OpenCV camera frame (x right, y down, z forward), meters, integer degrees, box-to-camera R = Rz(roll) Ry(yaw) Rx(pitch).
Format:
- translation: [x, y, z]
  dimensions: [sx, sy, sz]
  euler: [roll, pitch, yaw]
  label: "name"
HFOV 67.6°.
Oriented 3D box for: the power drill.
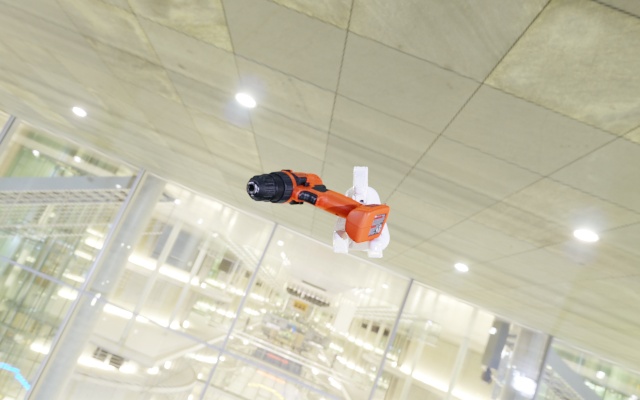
- translation: [0.001, 0.003, 0.742]
  dimensions: [0.187, 0.057, 0.184]
  euler: [26, 17, 26]
  label: "power drill"
